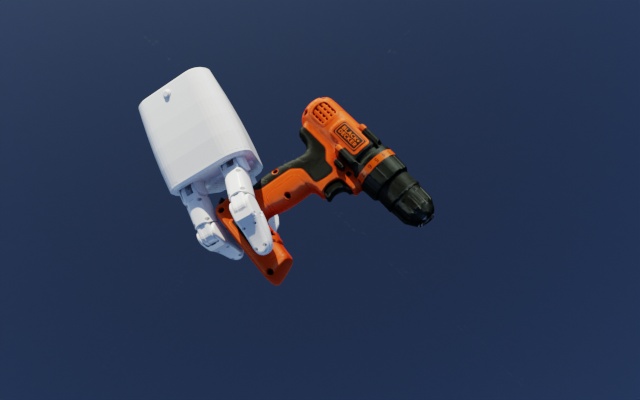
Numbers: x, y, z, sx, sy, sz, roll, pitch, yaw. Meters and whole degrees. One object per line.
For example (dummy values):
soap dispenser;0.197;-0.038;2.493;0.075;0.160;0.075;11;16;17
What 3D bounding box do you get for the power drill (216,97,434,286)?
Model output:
power drill;0.000;0.002;0.508;0.187;0.184;0.057;-40;-20;-8
